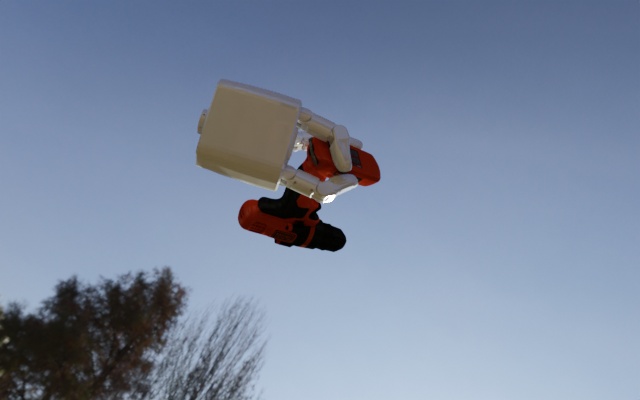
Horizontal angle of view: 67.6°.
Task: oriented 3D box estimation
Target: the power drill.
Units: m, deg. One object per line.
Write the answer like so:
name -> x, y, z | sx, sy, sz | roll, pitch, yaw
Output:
power drill -> 0.000, 0.002, 0.685 | 0.184, 0.057, 0.188 | 17, -49, -32
